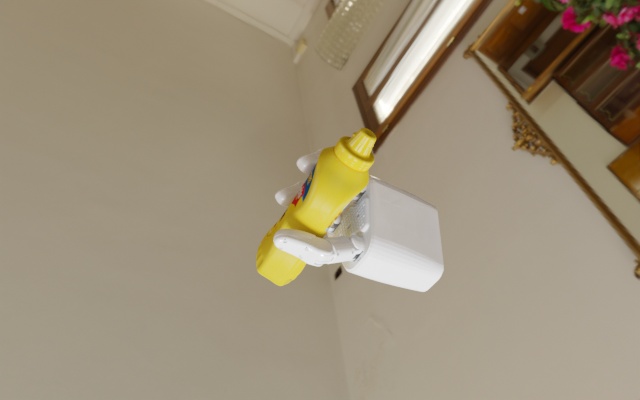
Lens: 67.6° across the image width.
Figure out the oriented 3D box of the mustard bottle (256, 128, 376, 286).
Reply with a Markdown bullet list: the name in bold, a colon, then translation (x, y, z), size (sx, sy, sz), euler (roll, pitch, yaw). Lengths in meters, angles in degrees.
- **mustard bottle**: translation (0.000, 0.002, 0.511), size (0.058, 0.192, 0.096), euler (34, 31, -3)
